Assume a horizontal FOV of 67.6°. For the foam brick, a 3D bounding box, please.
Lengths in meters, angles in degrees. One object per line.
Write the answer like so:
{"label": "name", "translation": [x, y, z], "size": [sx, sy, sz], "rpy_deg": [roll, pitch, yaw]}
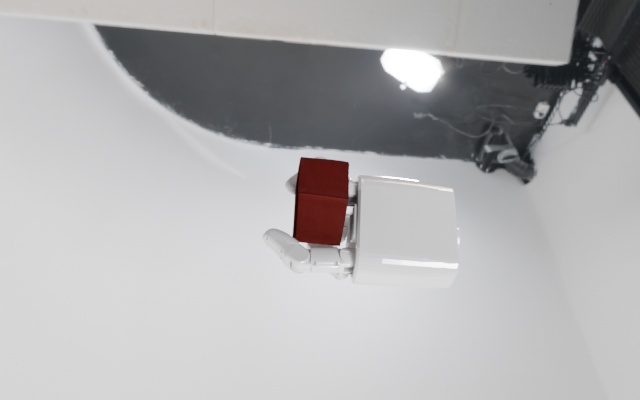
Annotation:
{"label": "foam brick", "translation": [0.000, 0.001, 0.491], "size": [0.051, 0.053, 0.078], "rpy_deg": [6, -42, -1]}
